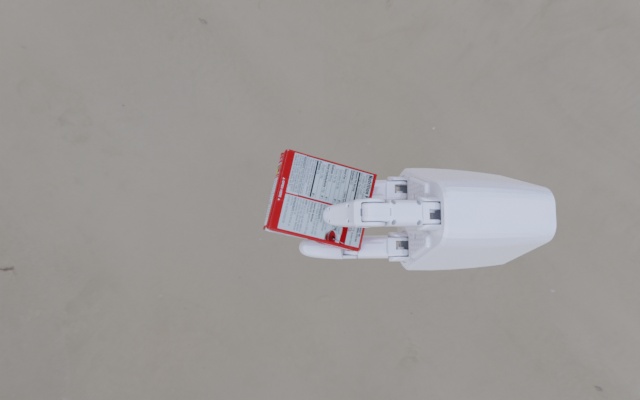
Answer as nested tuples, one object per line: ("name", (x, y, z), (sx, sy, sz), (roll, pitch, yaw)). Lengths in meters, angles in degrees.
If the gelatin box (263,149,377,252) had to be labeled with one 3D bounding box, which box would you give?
("gelatin box", (0.000, 0.001, 0.431), (0.089, 0.073, 0.030), (15, -8, -15))
